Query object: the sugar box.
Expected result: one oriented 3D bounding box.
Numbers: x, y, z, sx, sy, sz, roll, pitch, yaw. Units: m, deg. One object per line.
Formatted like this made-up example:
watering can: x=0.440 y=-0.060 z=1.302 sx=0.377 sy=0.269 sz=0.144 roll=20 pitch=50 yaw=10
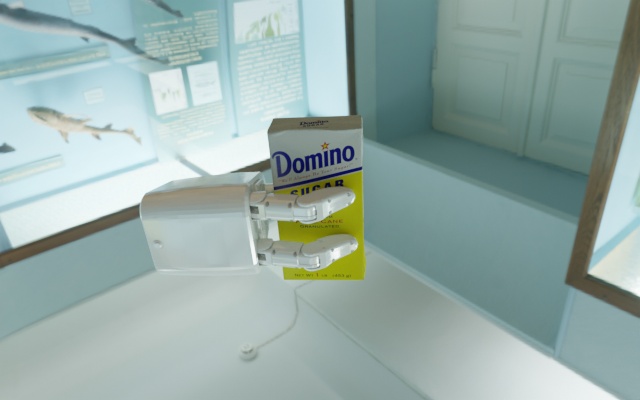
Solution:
sugar box: x=0.000 y=0.002 z=0.501 sx=0.093 sy=0.176 sz=0.048 roll=-2 pitch=30 yaw=6
